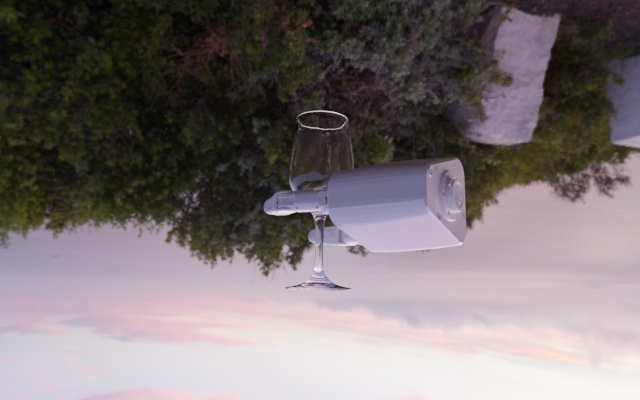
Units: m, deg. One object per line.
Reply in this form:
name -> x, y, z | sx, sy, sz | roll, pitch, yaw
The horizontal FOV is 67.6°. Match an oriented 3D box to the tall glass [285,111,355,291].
tall glass -> 0.000, 0.002, 0.551 | 0.079, 0.201, 0.079 | 1, -10, 0
